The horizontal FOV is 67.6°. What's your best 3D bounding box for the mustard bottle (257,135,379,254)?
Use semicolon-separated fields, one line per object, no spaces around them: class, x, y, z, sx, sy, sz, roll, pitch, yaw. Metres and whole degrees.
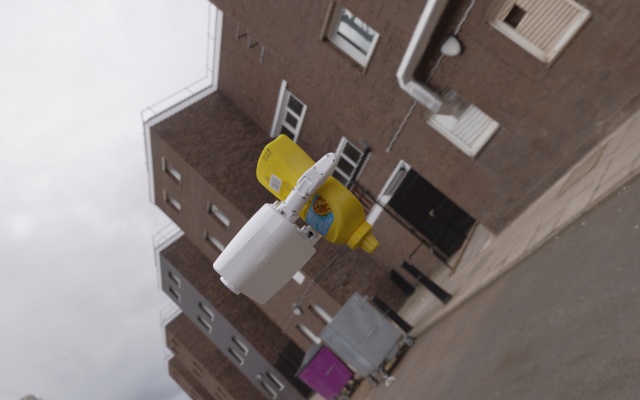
mustard bottle;0.000;0.002;0.640;0.058;0.191;0.096;-42;-14;-31
